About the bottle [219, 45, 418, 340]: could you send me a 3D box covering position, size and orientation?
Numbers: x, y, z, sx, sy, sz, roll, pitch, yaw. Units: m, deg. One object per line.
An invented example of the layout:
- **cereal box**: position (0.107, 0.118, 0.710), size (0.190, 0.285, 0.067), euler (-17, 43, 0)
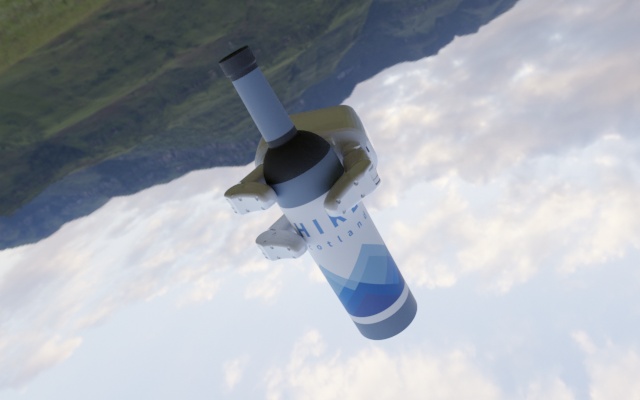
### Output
- **bottle**: position (0.000, 0.002, 0.432), size (0.069, 0.296, 0.069), euler (-25, 24, 12)
